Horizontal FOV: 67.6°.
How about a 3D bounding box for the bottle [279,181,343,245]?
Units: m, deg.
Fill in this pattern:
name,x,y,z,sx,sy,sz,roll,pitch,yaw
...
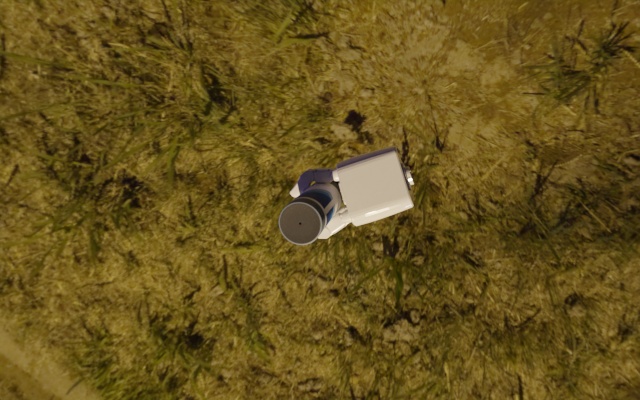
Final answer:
name,x,y,z,sx,sy,sz,roll,pitch,yaw
bottle,0.000,0.003,0.840,0.069,0.069,0.295,0,12,12
